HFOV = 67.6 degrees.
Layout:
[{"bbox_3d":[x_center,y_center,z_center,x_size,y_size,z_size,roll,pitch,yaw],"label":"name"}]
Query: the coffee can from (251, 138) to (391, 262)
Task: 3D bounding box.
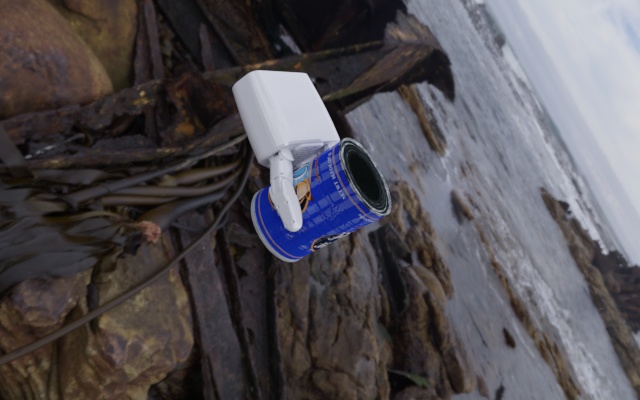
[{"bbox_3d":[0.000,0.002,0.585,0.140,0.102,0.103,-29,-14,27],"label":"coffee can"}]
